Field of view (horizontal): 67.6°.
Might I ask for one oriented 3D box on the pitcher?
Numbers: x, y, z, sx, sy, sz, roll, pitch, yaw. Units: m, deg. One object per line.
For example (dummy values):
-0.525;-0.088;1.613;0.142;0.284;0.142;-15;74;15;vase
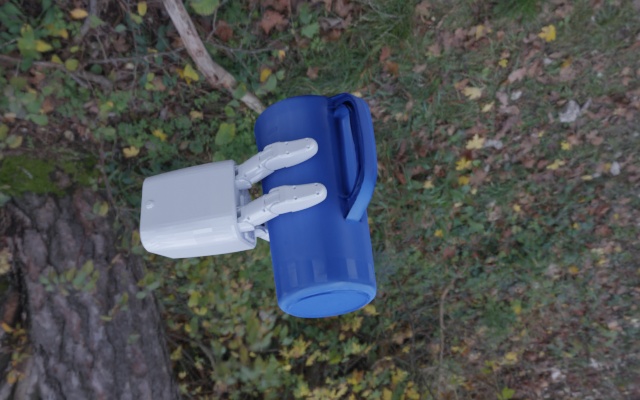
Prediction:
0.000;0.002;0.559;0.145;0.242;0.149;-10;-28;3;pitcher
